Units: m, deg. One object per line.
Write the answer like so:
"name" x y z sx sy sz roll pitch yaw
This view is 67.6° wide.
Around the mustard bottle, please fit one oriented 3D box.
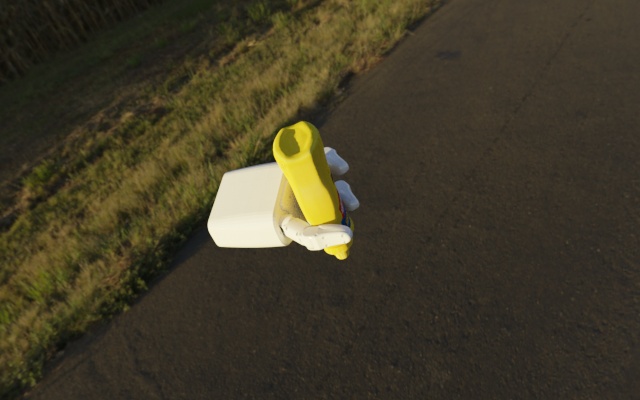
"mustard bottle" 0.000 0.002 0.607 0.058 0.192 0.096 -20 34 3
